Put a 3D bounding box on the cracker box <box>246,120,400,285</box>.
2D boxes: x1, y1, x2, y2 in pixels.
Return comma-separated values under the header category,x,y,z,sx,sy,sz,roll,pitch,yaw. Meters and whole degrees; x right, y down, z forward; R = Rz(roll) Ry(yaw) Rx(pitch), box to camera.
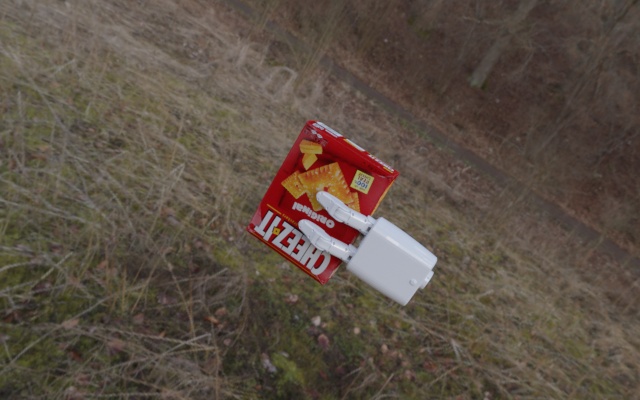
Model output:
category,x,y,z,sx,sy,sz,roll,pitch,yaw
cracker box,0.000,0.002,0.775,0.164,0.214,0.072,34,16,10
